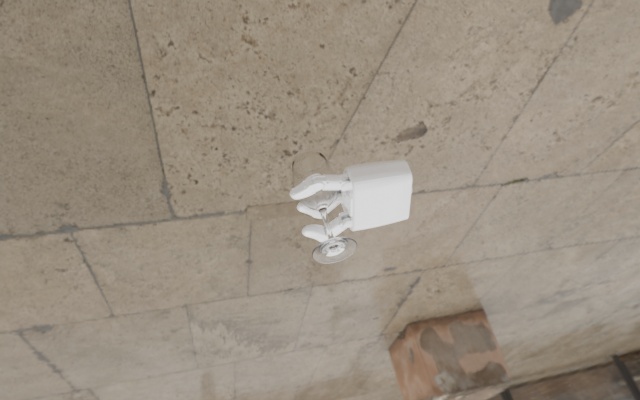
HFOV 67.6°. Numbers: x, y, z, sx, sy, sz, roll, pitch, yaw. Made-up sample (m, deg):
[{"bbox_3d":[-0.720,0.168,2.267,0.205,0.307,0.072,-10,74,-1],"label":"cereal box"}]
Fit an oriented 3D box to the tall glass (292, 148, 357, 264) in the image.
[{"bbox_3d":[0.000,0.003,0.814,0.079,0.201,0.079,-11,-36,-8],"label":"tall glass"}]
